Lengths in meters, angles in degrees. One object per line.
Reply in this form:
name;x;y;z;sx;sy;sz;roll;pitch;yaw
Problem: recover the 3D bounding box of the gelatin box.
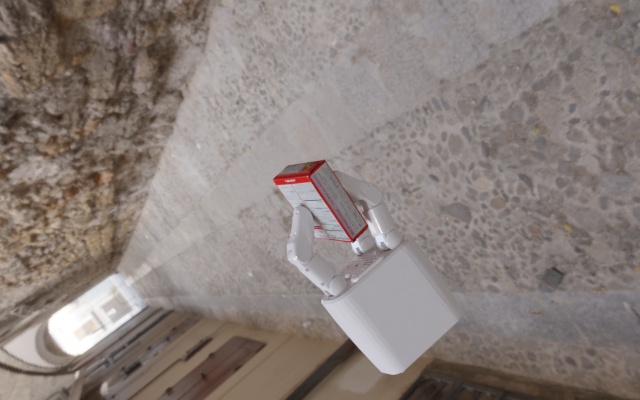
gelatin box;0.000;0.002;0.501;0.030;0.089;0.073;-45;22;-25
